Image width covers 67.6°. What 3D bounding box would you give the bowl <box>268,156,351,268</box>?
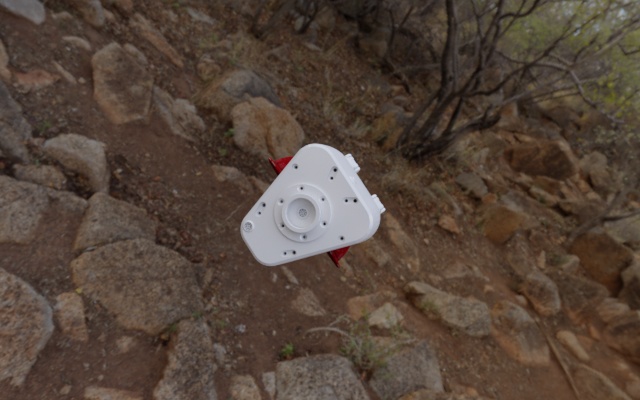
[{"bbox_3d":[0.000,0.002,0.597,0.055,0.162,0.162,-33,3,-5],"label":"bowl"}]
